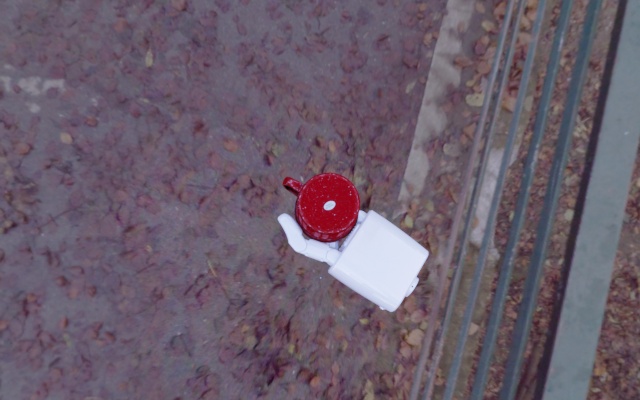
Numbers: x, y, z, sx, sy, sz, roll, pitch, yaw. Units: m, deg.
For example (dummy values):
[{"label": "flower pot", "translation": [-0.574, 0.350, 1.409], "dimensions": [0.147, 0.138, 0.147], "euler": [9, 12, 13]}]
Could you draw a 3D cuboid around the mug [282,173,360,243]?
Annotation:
[{"label": "mug", "translation": [-0.001, 0.001, 0.647], "dimensions": [0.117, 0.093, 0.081], "euler": [34, -7, 3]}]
